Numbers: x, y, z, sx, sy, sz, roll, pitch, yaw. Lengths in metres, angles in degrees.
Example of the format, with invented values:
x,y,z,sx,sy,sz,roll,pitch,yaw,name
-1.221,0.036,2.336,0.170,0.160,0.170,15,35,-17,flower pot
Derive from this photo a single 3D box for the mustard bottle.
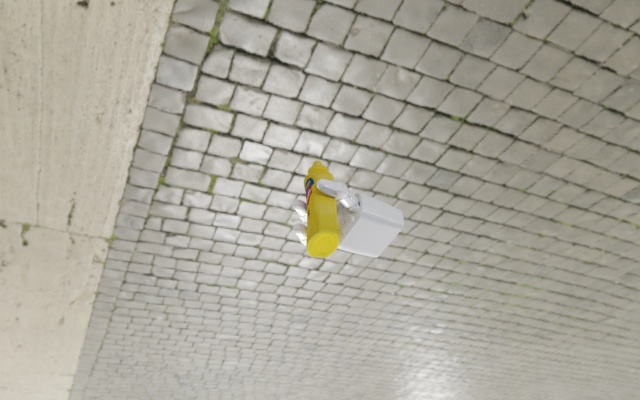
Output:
x,y,z,sx,sy,sz,roll,pitch,yaw,name
0.000,0.003,0.890,0.058,0.191,0.096,3,-37,-8,mustard bottle
